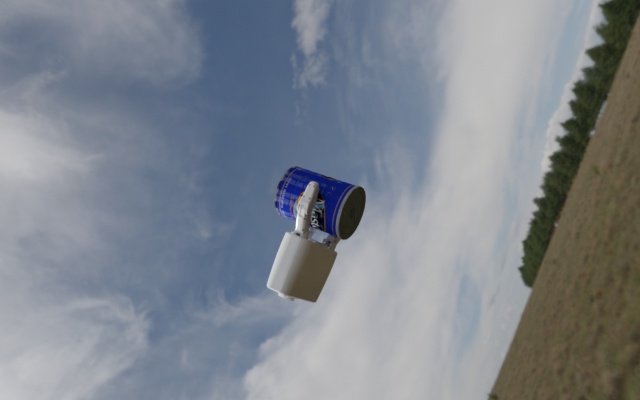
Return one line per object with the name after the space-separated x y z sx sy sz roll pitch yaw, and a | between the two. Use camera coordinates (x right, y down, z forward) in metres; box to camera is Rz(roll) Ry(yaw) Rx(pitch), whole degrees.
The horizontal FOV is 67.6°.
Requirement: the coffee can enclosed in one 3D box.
0.000 0.003 0.898 0.140 0.103 0.103 20 9 26 | coffee can
